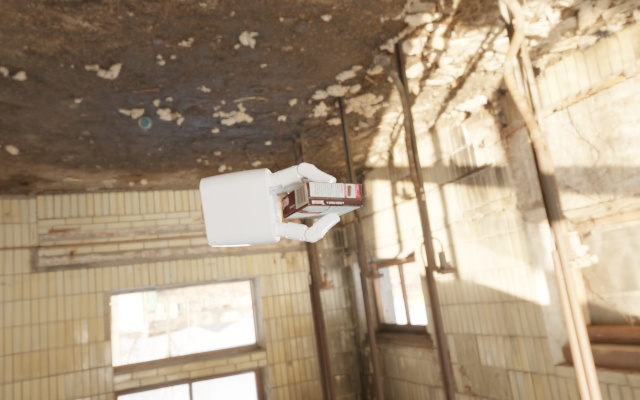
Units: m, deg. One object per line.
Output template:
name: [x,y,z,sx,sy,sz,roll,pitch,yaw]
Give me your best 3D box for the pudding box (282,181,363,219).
pudding box: [0.000,0.003,0.731,0.090,0.039,0.113,1,-11,-23]
